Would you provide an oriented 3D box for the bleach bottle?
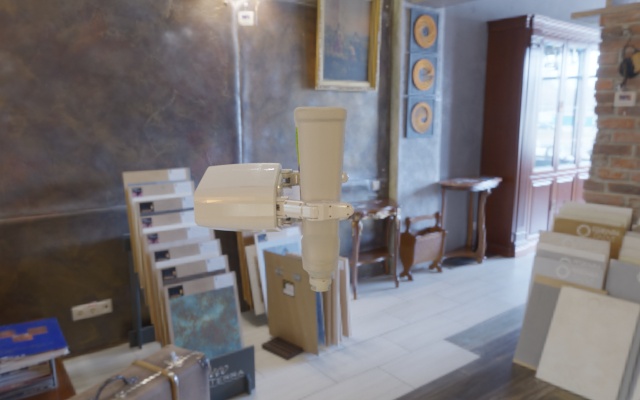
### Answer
[{"bbox_3d":[0.000,0.002,0.644,0.068,0.251,0.102,0,10,0],"label":"bleach bottle"}]
